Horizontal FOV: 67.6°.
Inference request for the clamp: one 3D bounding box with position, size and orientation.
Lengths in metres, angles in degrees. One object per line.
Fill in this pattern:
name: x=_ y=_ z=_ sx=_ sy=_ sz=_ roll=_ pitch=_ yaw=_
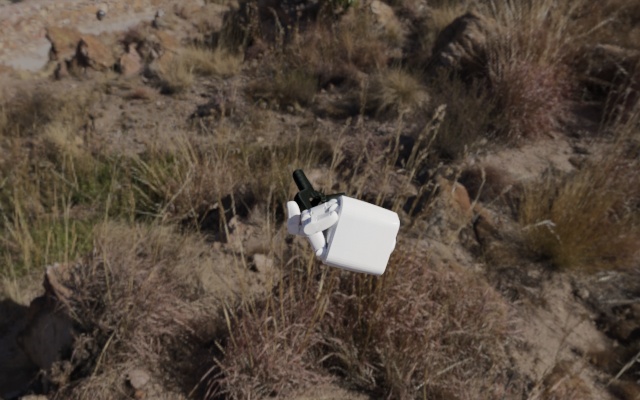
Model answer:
clamp: x=0.000 y=0.002 z=0.900 sx=0.120 sy=0.039 sz=0.171 roll=19 pitch=29 yaw=-11
